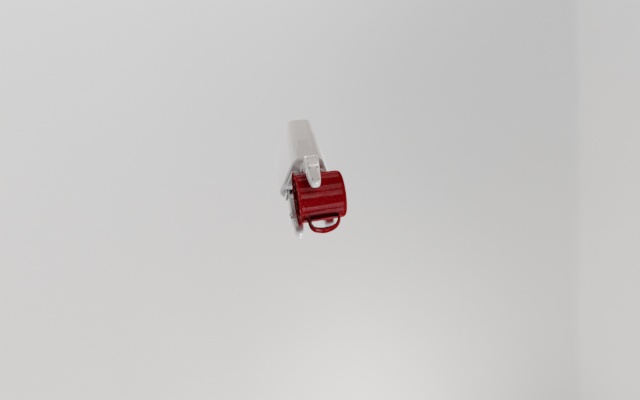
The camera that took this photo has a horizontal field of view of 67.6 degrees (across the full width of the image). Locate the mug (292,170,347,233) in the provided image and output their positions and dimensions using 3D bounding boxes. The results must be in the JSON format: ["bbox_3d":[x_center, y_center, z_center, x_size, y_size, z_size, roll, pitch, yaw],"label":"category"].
[{"bbox_3d":[0.001,0.004,0.803,0.081,0.117,0.093,-8,-36,-7],"label":"mug"}]
